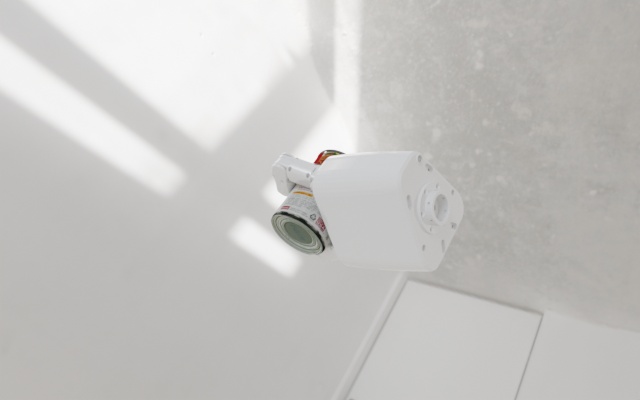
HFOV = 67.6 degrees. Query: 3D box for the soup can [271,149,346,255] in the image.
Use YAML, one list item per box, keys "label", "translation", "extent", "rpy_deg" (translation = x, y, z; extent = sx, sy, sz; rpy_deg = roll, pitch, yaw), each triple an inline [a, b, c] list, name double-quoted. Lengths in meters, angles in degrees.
- label: "soup can"
  translation: [0.000, 0.002, 0.531]
  extent: [0.068, 0.102, 0.069]
  rpy_deg: [25, -31, 17]
